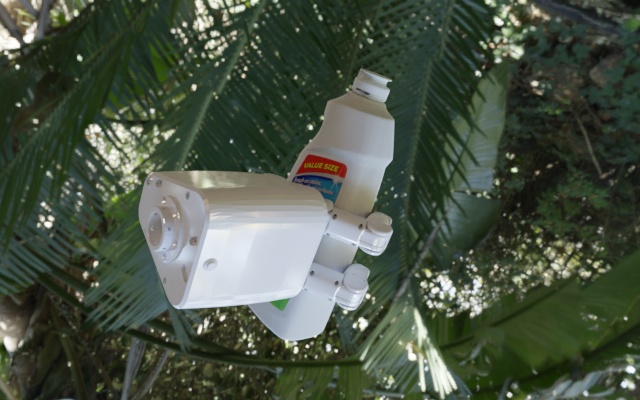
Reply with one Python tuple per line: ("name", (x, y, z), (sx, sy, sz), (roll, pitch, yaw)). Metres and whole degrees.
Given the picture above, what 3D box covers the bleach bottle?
("bleach bottle", (0.000, 0.002, 0.445), (0.068, 0.251, 0.102), (1, 27, -43))
